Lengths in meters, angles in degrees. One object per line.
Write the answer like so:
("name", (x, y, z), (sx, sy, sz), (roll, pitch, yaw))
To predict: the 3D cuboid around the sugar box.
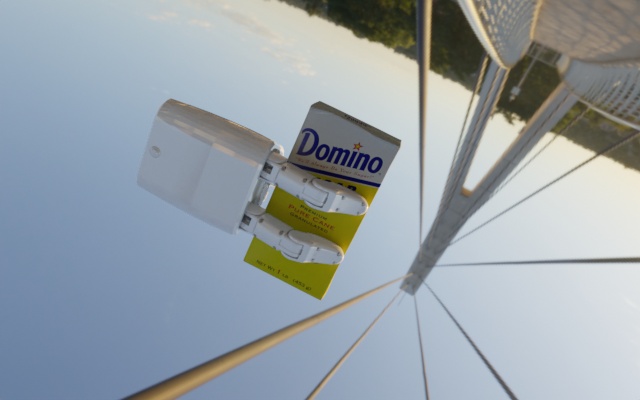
("sugar box", (0.000, 0.002, 0.473), (0.093, 0.176, 0.048), (26, 20, 3))
